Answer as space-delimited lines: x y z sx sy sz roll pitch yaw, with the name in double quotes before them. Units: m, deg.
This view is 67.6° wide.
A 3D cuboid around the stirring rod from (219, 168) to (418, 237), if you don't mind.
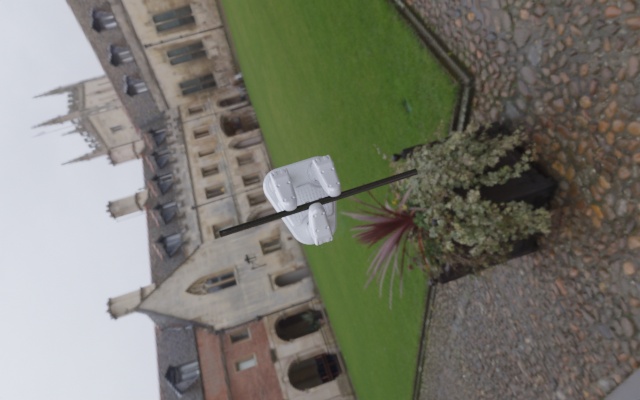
"stirring rod" 0.000 0.002 0.554 0.239 0.011 0.011 -18 2 -7
